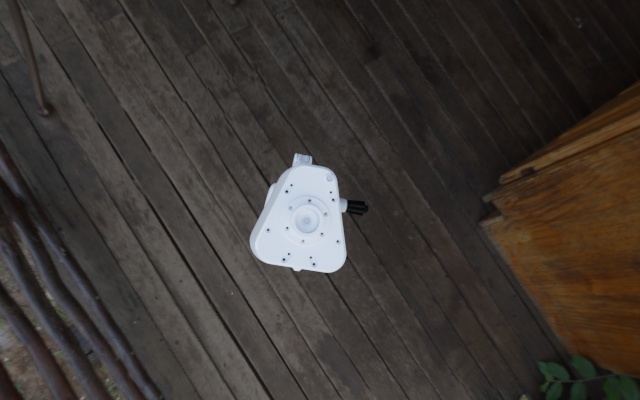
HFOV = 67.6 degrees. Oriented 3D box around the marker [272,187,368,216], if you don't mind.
[{"bbox_3d":[0.000,0.002,0.591,0.121,0.020,0.020,9,-1,-8],"label":"marker"}]
